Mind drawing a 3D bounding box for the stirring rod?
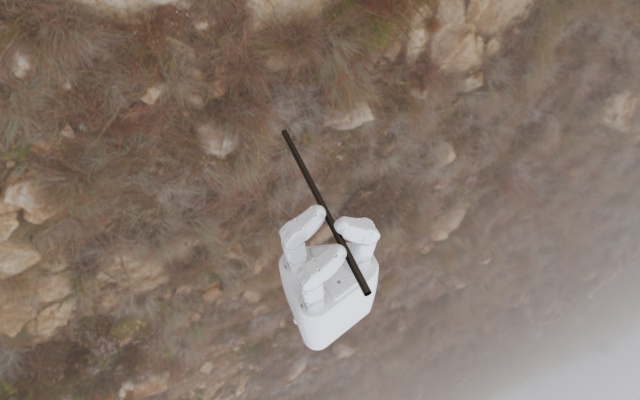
[{"bbox_3d":[0.000,0.002,0.521,0.011,0.239,0.011,-17,-37,-14],"label":"stirring rod"}]
